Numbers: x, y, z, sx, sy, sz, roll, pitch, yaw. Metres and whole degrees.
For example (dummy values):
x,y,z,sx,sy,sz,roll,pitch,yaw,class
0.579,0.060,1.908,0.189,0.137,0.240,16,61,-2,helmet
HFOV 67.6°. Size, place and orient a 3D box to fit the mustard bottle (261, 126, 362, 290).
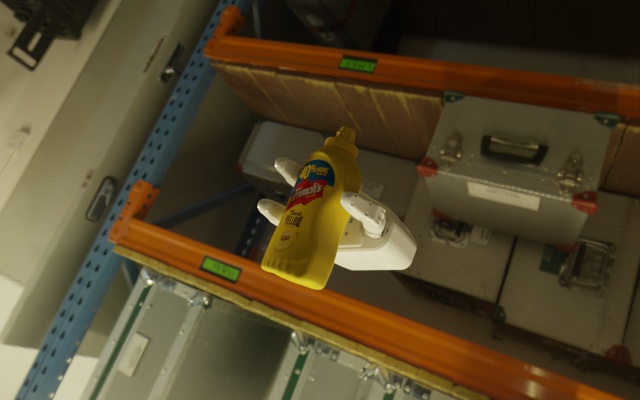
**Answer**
x,y,z,sx,sy,sz,roll,pitch,yaw,class
0.000,0.002,0.554,0.058,0.191,0.096,29,-14,-31,mustard bottle
